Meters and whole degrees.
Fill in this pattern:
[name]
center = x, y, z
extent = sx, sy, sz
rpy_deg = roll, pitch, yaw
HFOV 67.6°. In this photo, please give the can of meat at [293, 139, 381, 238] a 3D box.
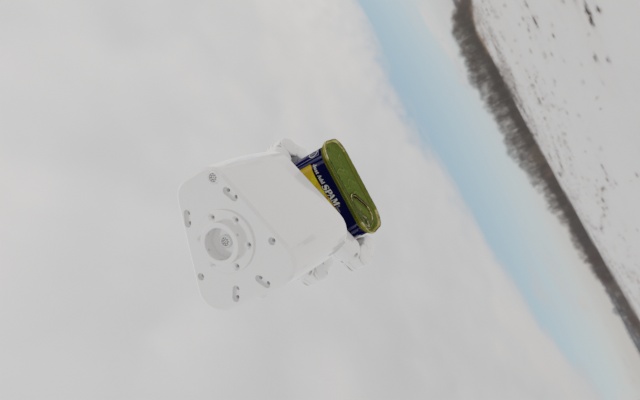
[can of meat]
center = 0.000, 0.002, 0.491
extent = 0.084, 0.102, 0.057
rpy_deg = -27, 2, 23
